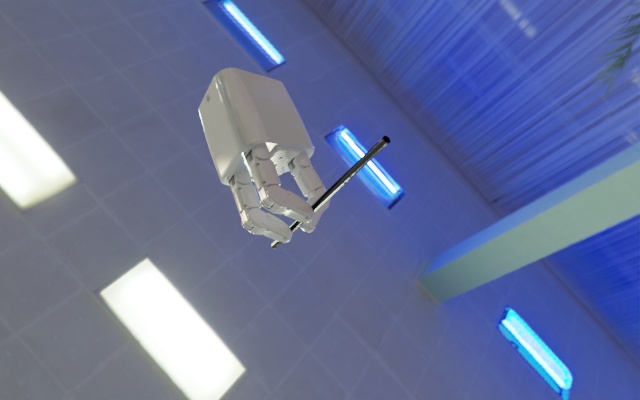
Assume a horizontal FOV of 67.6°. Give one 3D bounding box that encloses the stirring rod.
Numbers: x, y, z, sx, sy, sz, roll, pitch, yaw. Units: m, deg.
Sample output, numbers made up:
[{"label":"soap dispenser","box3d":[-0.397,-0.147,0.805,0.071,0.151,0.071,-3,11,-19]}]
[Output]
[{"label":"stirring rod","box3d":[0.000,0.002,0.509,0.011,0.011,0.240,0,-27,-33]}]
